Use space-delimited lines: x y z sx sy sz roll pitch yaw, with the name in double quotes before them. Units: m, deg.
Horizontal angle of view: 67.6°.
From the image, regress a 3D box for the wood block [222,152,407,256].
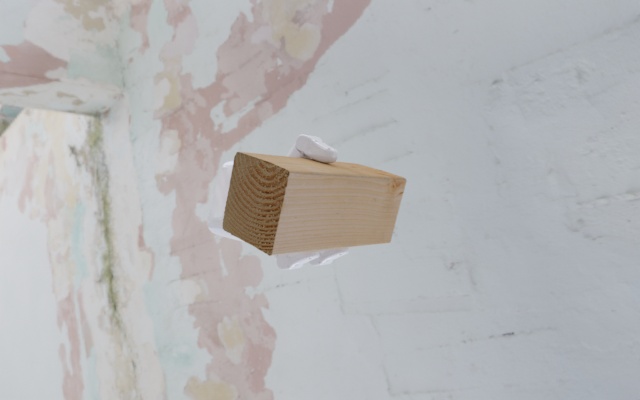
"wood block" 0.000 0.001 0.565 0.090 0.091 0.206 22 15 40
